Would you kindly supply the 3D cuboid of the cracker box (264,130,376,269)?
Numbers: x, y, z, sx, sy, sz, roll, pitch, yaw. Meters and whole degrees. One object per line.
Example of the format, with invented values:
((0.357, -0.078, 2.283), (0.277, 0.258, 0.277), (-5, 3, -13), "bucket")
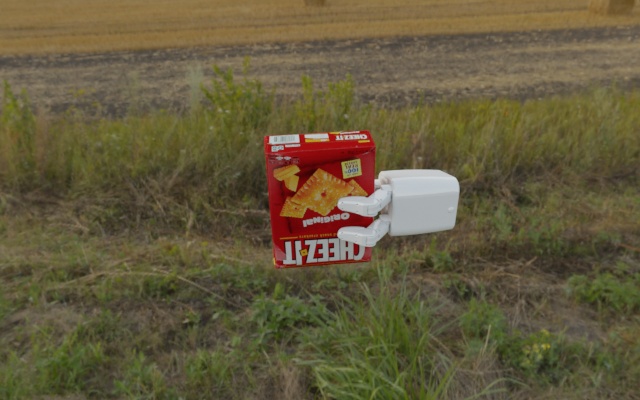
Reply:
((0.000, 0.002, 0.759), (0.164, 0.214, 0.072), (-4, 30, -4), "cracker box")
